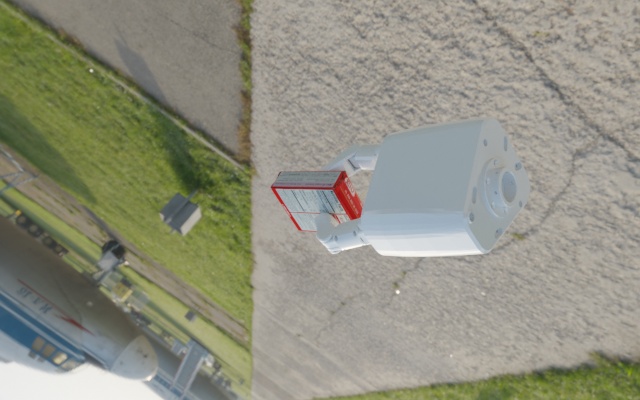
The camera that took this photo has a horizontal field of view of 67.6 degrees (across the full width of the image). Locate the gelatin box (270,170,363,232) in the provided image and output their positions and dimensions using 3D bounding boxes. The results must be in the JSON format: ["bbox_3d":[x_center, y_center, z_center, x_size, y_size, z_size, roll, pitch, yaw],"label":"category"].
[{"bbox_3d":[0.000,0.002,0.524,0.089,0.030,0.073,1,-43,35],"label":"gelatin box"}]
